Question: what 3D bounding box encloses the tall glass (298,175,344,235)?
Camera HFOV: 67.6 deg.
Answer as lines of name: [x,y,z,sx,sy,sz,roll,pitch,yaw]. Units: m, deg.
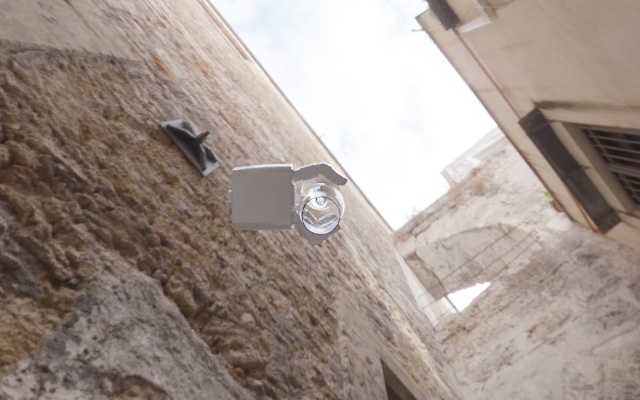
tall glass: [0.000,0.003,0.840,0.079,0.079,0.201,0,12,-1]
